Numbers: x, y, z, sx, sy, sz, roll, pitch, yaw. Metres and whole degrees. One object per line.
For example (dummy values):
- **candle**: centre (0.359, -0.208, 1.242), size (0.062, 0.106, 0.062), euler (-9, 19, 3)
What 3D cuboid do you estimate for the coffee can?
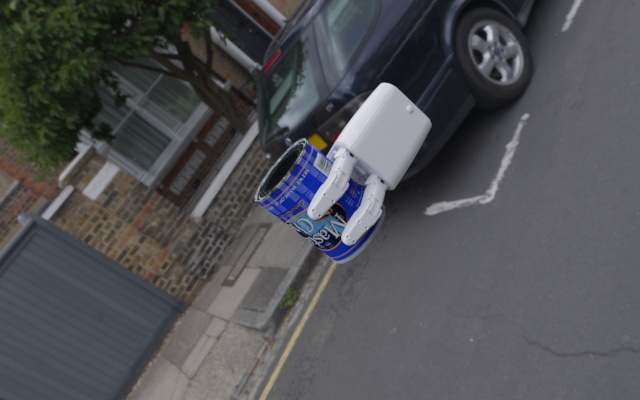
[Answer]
- **coffee can**: centre (0.000, 0.002, 0.627), size (0.140, 0.103, 0.103), euler (39, -14, -18)
